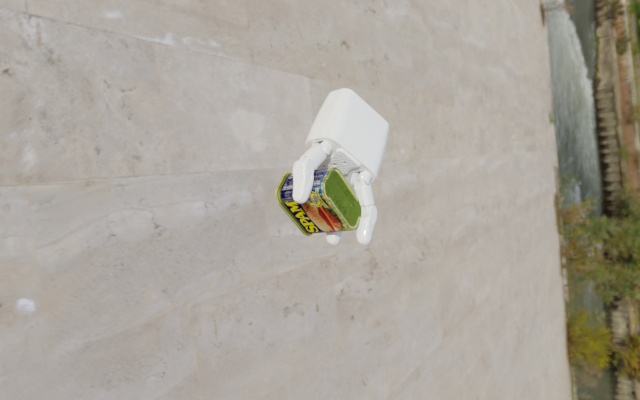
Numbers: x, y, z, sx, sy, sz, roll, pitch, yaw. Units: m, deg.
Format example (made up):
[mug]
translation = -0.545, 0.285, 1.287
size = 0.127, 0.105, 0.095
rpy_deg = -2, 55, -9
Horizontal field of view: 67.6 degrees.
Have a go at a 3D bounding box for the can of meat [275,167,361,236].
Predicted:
[can of meat]
translation = 0.000, 0.002, 0.679
size = 0.084, 0.057, 0.102
rpy_deg = -7, -46, 36
